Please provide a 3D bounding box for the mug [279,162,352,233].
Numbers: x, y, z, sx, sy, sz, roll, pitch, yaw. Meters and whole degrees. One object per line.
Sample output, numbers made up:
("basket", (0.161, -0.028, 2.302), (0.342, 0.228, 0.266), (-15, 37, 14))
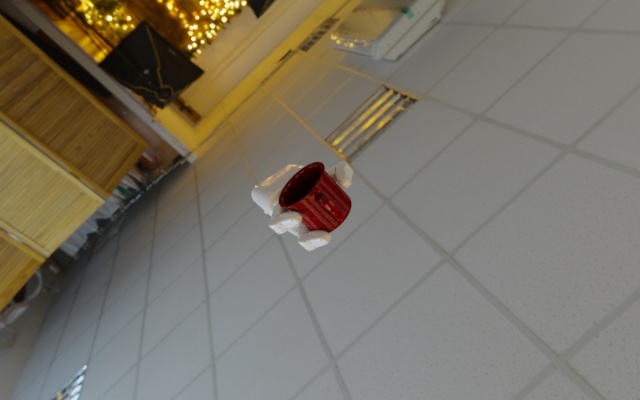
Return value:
("mug", (0.001, 0.003, 0.740), (0.081, 0.093, 0.117), (45, -9, -27))
